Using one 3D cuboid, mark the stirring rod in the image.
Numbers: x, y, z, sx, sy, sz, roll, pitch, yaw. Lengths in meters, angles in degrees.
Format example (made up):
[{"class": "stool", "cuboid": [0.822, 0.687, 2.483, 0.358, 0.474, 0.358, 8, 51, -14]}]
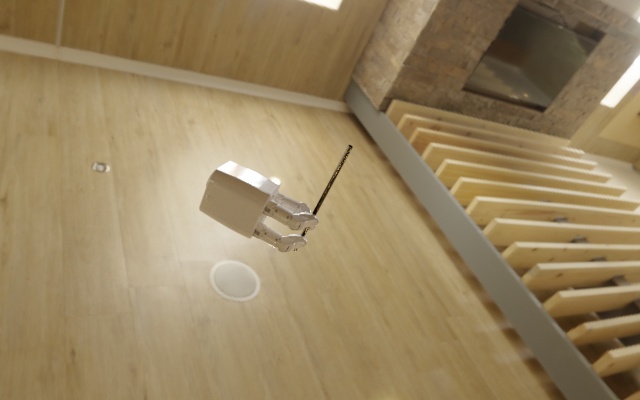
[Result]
[{"class": "stirring rod", "cuboid": [0.000, 0.003, 0.823, 0.011, 0.240, 0.011, 19, 34, -14]}]
